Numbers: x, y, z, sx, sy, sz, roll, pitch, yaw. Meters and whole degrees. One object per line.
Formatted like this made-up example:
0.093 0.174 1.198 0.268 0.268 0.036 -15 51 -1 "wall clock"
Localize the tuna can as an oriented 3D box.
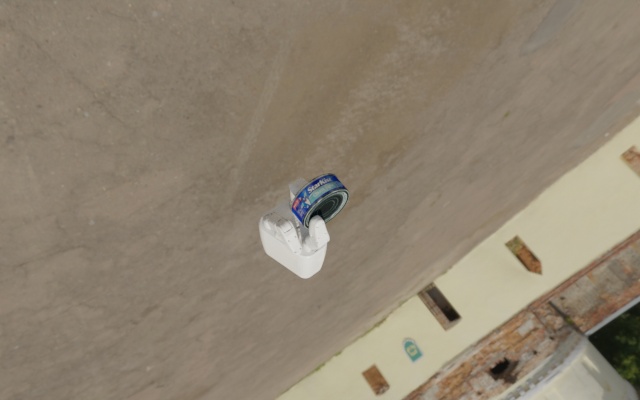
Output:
0.000 0.003 0.704 0.086 0.033 0.086 -31 -26 -17 "tuna can"
